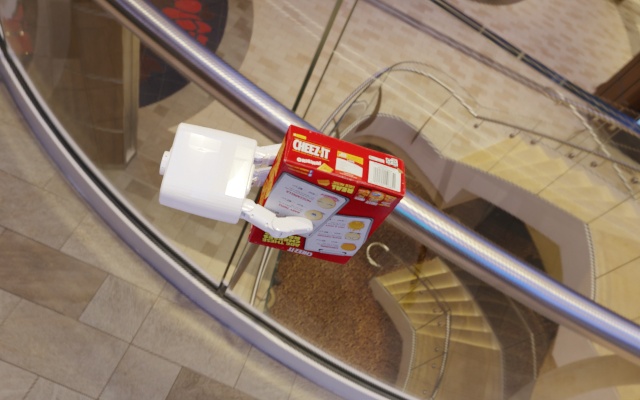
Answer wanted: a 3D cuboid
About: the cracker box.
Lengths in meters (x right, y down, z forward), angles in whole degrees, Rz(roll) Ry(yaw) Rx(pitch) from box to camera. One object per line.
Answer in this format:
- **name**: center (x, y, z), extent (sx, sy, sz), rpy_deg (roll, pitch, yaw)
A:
- **cracker box**: center (0.000, 0.002, 0.684), extent (0.164, 0.072, 0.214), rpy_deg (15, -36, -12)
